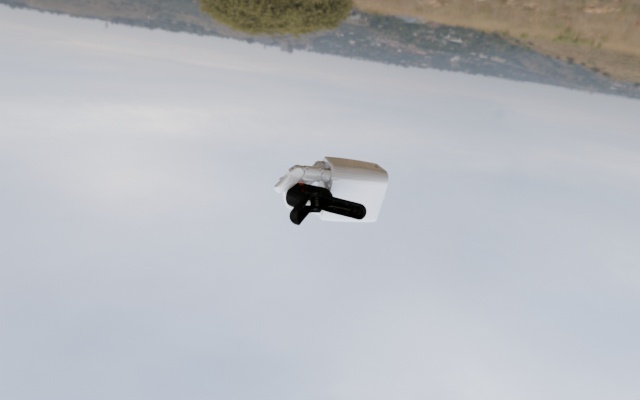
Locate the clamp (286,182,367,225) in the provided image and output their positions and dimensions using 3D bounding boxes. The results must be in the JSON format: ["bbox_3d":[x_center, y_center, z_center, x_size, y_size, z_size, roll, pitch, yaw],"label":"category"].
[{"bbox_3d":[0.000,0.003,0.779,0.120,0.039,0.171,4,17,-13],"label":"clamp"}]
